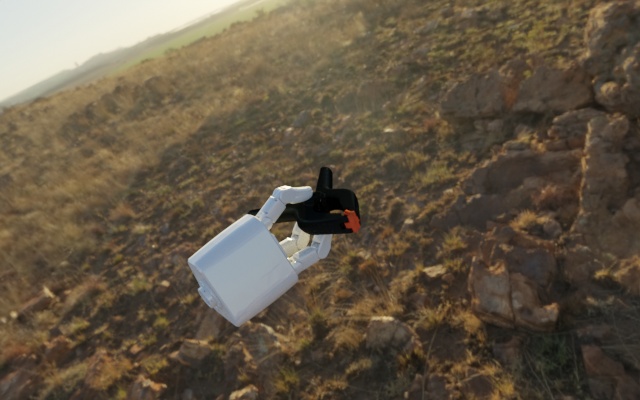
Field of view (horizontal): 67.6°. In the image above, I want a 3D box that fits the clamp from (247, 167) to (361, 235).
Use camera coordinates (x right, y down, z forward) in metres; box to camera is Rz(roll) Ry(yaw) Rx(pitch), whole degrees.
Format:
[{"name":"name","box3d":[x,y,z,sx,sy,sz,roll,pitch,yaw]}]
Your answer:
[{"name":"clamp","box3d":[0.000,0.002,0.717,0.164,0.036,0.210,-37,28,-26]}]
